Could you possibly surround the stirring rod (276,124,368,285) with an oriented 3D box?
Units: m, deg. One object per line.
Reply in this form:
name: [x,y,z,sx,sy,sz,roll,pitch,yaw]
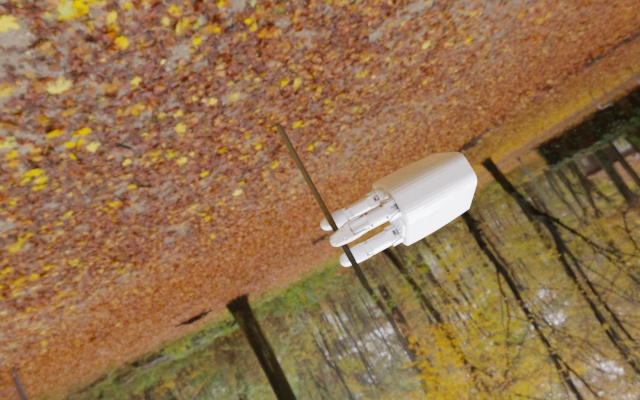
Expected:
stirring rod: [0.000,0.002,0.632,0.011,0.239,0.011,-28,-10,-5]
